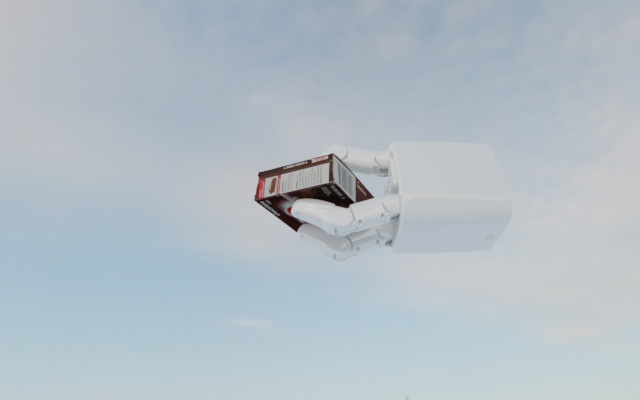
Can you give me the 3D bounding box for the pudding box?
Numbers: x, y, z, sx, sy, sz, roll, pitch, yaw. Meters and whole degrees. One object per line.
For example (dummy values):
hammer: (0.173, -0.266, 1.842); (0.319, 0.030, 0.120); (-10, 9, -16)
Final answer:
pudding box: (0.000, 0.001, 0.498); (0.090, 0.039, 0.113); (-13, -34, 25)
